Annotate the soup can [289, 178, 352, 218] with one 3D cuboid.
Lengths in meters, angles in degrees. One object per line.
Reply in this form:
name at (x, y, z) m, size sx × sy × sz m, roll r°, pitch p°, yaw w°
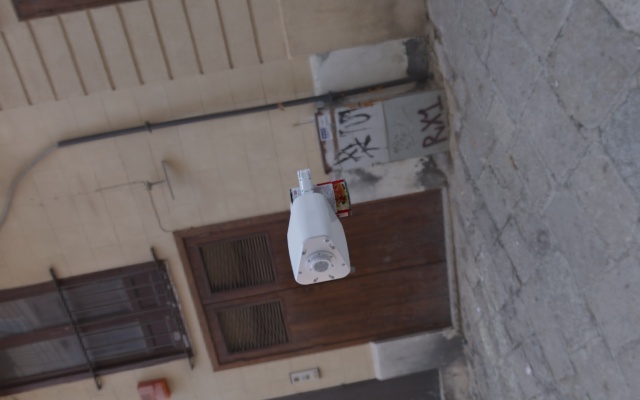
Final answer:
soup can at (0.000, 0.002, 0.859) m, size 0.102 × 0.068 × 0.068 m, roll -11°, pitch 0°, yaw -1°
